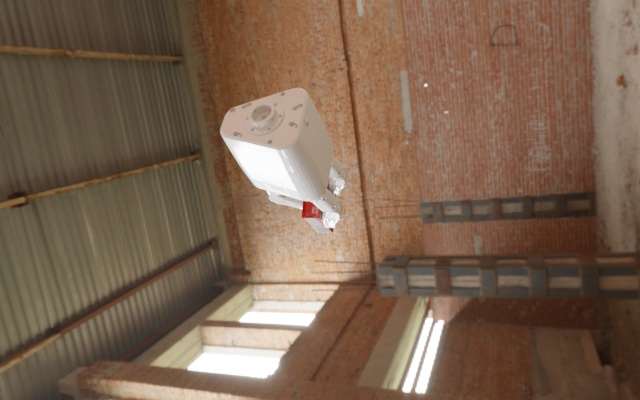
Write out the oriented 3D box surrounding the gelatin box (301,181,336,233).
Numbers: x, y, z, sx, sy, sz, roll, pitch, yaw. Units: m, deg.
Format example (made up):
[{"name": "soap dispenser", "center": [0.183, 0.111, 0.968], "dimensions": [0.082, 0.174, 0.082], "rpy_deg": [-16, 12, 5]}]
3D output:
[{"name": "gelatin box", "center": [0.000, 0.002, 0.711], "dimensions": [0.030, 0.073, 0.089], "rpy_deg": [1, -18, 15]}]
